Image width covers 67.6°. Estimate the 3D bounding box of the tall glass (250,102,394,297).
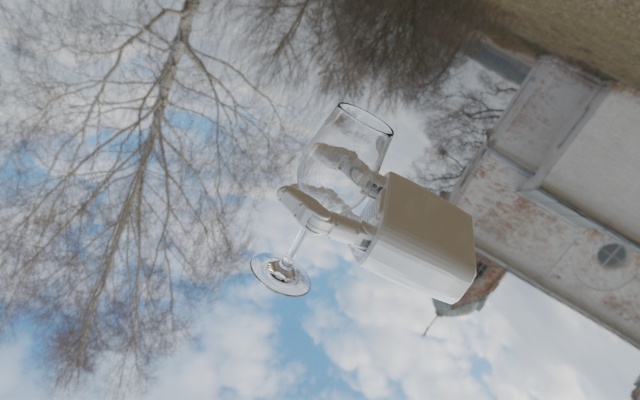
[{"bbox_3d":[0.000,0.002,0.495,0.079,0.201,0.079,24,23,-11],"label":"tall glass"}]
